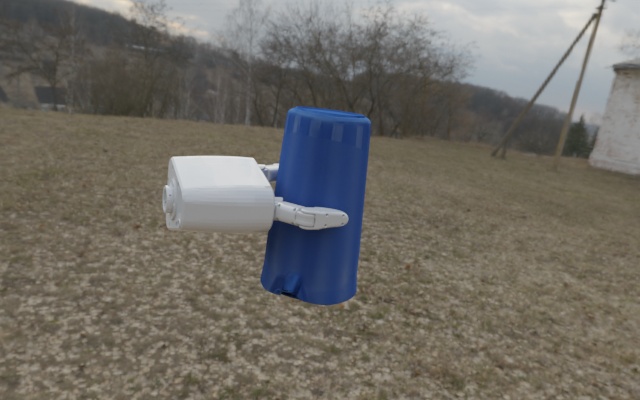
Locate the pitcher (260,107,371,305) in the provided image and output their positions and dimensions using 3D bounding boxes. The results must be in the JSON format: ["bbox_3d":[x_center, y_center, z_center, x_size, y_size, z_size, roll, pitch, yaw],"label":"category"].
[{"bbox_3d":[0.000,0.002,0.641,0.145,0.243,0.149,0,15,-27],"label":"pitcher"}]
